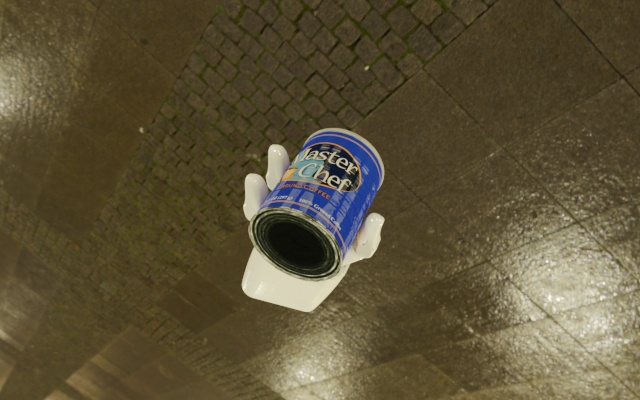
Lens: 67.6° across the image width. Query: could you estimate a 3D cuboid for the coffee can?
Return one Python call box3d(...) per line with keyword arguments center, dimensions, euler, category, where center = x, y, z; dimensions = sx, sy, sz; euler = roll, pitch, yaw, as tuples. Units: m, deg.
box3d(center=(0.000, 0.002, 0.520), dimensions=(0.103, 0.103, 0.140), euler=(0, 40, 30), category="coffee can")
